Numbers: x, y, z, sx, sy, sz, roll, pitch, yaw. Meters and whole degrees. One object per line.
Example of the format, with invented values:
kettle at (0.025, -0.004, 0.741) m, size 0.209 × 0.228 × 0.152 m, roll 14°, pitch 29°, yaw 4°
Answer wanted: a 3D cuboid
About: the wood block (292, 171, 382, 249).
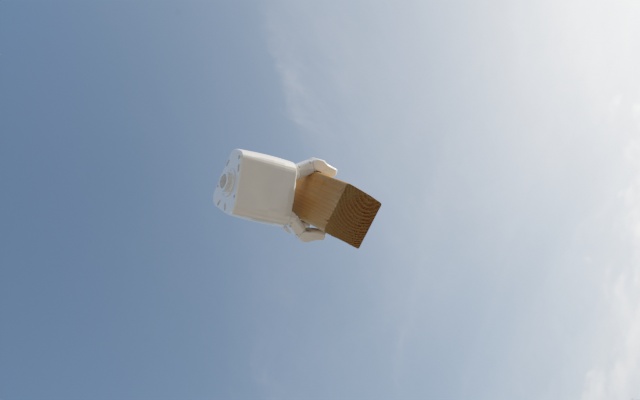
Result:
wood block at (0.000, 0.002, 0.872) m, size 0.090 × 0.091 × 0.206 m, roll 29°, pitch -2°, yaw -36°
